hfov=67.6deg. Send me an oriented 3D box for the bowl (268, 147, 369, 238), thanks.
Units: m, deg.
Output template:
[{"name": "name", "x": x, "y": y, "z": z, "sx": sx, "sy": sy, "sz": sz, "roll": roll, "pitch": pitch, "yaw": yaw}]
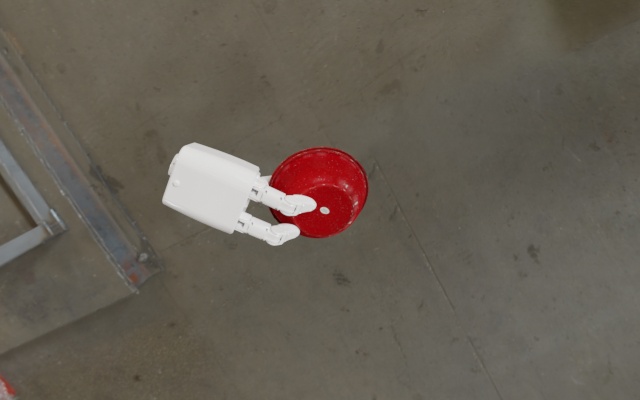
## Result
[{"name": "bowl", "x": 0.001, "y": 0.003, "z": 0.727, "sx": 0.162, "sy": 0.162, "sz": 0.055, "roll": 0, "pitch": 31, "yaw": -10}]
